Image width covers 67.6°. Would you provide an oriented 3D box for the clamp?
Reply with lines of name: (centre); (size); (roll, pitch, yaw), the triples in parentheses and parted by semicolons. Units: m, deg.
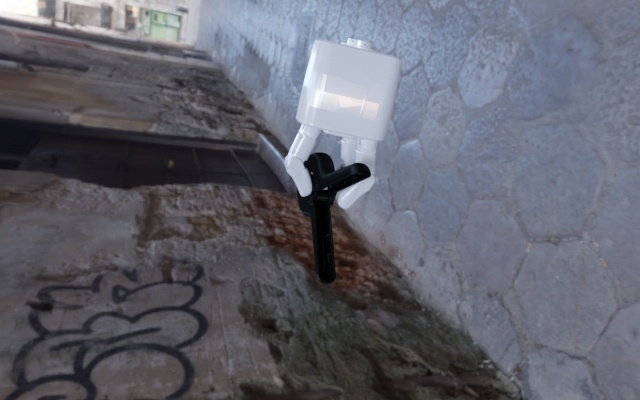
clamp: (-0.001, 0.002, 0.655); (0.036, 0.164, 0.210); (9, 17, -22)
